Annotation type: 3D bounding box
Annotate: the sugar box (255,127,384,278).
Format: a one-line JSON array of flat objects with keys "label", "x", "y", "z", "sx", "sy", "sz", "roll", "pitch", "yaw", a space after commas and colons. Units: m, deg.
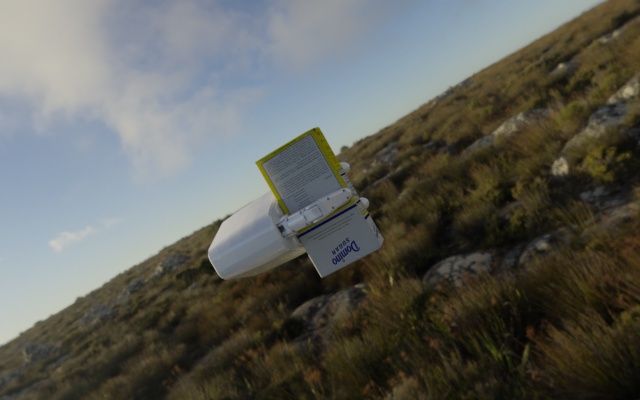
[{"label": "sugar box", "x": 0.000, "y": 0.002, "z": 0.627, "sx": 0.093, "sy": 0.176, "sz": 0.048, "roll": -29, "pitch": 4, "yaw": 17}]
